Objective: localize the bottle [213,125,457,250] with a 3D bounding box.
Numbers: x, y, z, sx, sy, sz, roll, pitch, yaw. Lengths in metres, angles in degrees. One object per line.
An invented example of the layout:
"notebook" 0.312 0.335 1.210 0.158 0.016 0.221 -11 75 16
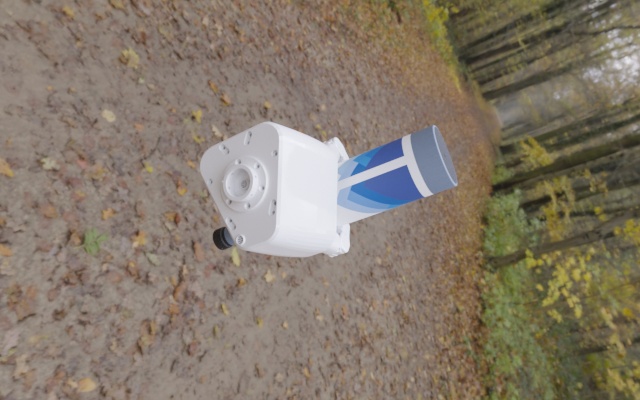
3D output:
"bottle" 0.000 0.002 0.541 0.296 0.069 0.069 -21 -8 23
